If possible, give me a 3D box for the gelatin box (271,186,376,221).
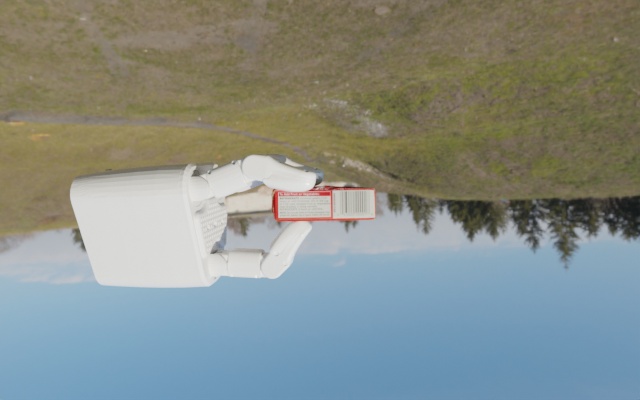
[{"bbox_3d":[0.000,0.002,0.436,0.089,0.030,0.073,-1,2,-5],"label":"gelatin box"}]
